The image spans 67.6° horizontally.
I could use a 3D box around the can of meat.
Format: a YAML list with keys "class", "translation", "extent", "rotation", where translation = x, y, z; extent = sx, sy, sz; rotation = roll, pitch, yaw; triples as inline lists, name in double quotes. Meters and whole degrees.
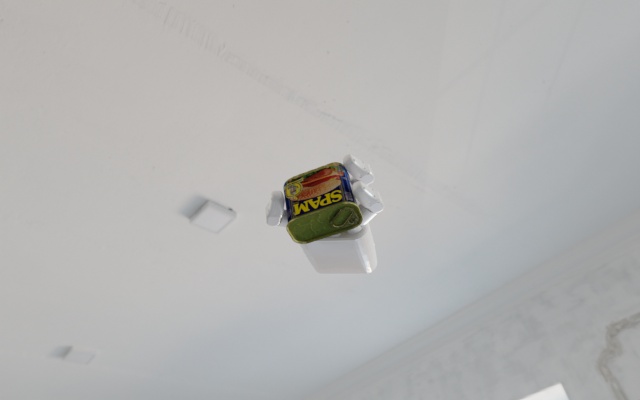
- class: "can of meat"
  translation: [0.000, 0.002, 0.668]
  extent: [0.102, 0.083, 0.057]
  rotation: [-19, -42, 8]
